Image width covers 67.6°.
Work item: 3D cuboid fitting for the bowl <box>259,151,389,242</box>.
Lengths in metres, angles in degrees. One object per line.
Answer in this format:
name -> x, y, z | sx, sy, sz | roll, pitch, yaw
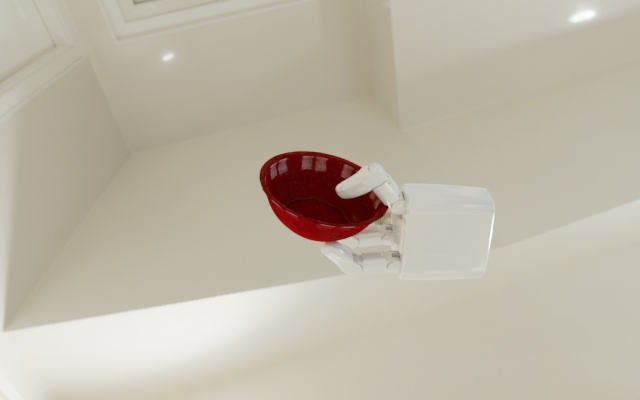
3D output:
bowl -> -0.001, 0.002, 0.593 | 0.162, 0.055, 0.162 | 11, 34, -7
